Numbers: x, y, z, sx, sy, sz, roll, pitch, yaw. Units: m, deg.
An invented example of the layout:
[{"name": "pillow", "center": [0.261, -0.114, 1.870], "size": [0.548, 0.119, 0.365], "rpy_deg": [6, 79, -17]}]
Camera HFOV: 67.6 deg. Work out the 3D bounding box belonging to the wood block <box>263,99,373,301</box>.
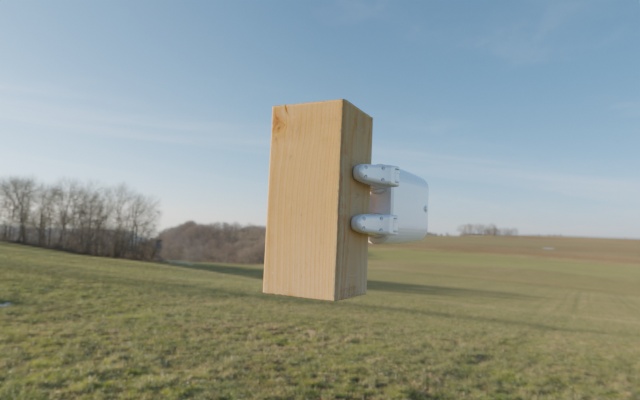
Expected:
[{"name": "wood block", "center": [0.000, 0.002, 0.540], "size": [0.091, 0.206, 0.090], "rpy_deg": [0, -5, 27]}]
